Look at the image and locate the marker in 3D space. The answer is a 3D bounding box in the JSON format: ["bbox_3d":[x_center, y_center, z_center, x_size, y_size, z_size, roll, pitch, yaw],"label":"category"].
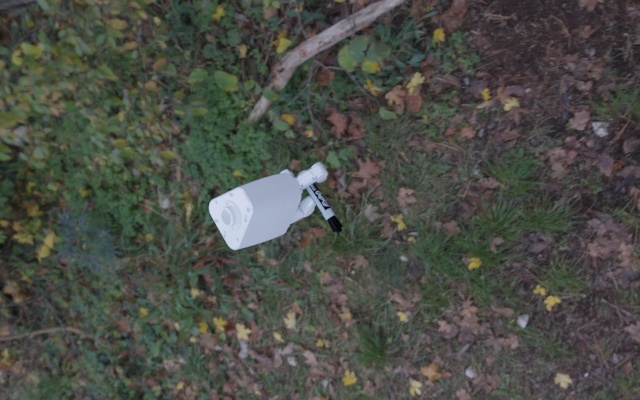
[{"bbox_3d":[0.000,0.003,0.800,0.020,0.121,0.020,-31,-13,-8],"label":"marker"}]
